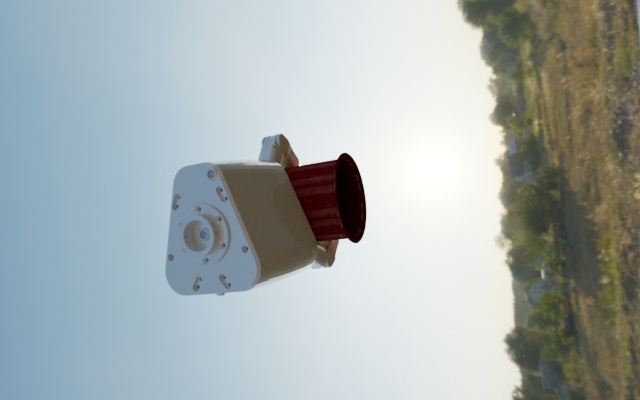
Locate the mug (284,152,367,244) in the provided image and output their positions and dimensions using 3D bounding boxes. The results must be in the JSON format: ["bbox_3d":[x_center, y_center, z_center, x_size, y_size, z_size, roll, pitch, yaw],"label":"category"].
[{"bbox_3d":[0.000,0.002,0.512,0.081,0.093,0.117,-8,-1,23],"label":"mug"}]
